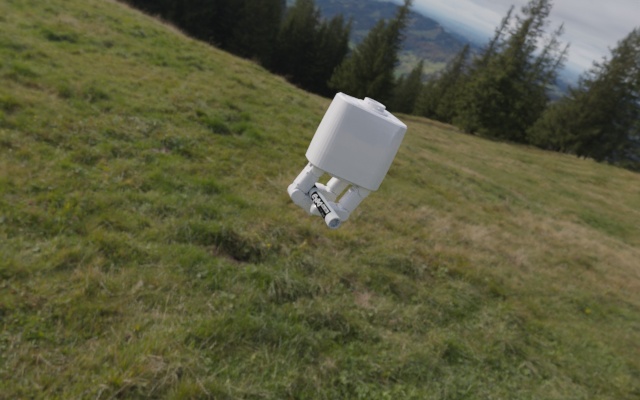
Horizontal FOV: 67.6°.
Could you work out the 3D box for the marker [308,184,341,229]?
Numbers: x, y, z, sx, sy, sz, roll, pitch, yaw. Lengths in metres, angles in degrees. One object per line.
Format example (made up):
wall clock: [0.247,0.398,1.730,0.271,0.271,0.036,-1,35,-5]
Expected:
marker: [0.000,0.002,0.691,0.020,0.020,0.121,0,28,-21]
